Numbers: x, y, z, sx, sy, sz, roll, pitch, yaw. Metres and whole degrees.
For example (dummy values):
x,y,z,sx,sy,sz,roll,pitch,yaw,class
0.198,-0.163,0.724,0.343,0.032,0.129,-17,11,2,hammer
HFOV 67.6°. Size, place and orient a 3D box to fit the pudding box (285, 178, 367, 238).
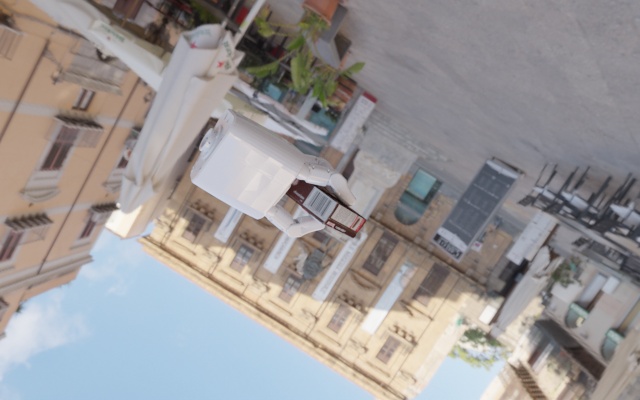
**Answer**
x,y,z,sx,sy,sz,roll,pitch,yaw,class
0.000,0.002,0.688,0.113,0.039,0.090,39,7,35,pudding box
